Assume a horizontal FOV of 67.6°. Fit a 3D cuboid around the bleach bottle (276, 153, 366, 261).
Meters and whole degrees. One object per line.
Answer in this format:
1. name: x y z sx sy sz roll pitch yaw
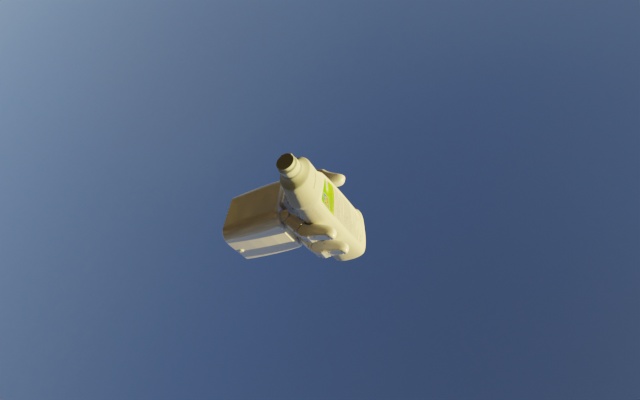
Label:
1. bleach bottle: 0.000 0.003 0.763 0.068 0.102 0.251 -17 -37 17
